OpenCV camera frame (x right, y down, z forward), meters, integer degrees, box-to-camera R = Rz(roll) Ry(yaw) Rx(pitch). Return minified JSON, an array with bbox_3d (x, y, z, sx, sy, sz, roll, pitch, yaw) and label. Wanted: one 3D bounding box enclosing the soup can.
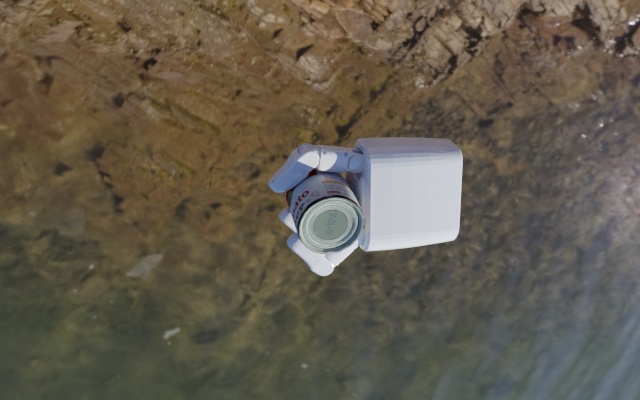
[{"bbox_3d":[0.000,0.002,0.500,0.068,0.068,0.102,0,29,-14],"label":"soup can"}]
